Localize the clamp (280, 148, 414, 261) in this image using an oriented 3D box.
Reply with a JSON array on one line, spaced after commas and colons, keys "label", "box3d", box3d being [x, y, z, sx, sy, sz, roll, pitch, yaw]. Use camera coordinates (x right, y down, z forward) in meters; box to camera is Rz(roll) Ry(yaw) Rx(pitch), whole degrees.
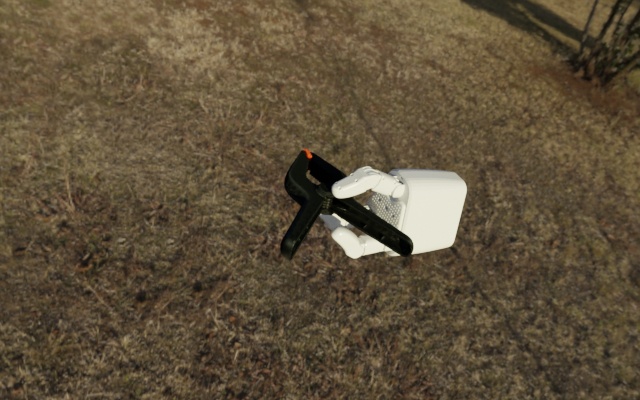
[{"label": "clamp", "box3d": [0.000, 0.001, 0.600, 0.164, 0.036, 0.209, -3, 39, -29]}]
